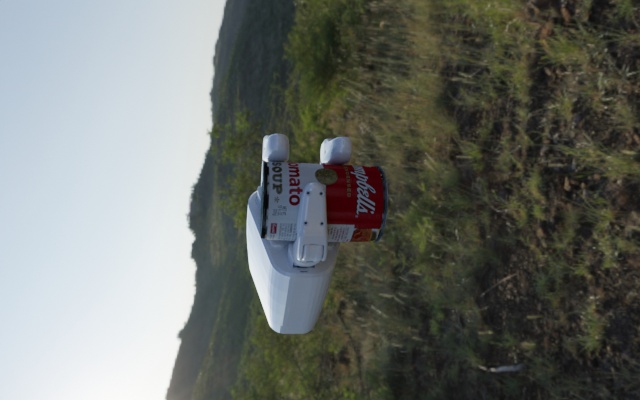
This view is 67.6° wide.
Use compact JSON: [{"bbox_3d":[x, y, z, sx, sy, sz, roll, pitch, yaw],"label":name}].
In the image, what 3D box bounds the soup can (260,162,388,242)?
[{"bbox_3d":[0.000,0.001,0.414,0.102,0.068,0.068,2,0,-9],"label":"soup can"}]
